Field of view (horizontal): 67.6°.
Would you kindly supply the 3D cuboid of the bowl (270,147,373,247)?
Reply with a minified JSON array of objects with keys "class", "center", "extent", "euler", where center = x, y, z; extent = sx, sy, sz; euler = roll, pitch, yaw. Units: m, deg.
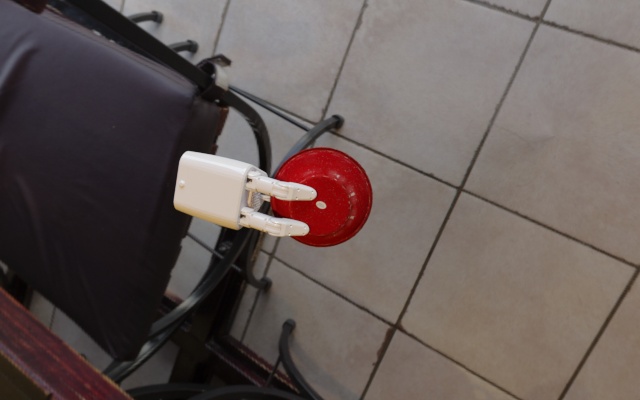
[{"class":"bowl","center":[0.001,0.002,0.725],"extent":[0.162,0.162,0.055],"euler":[0,13,2]}]
